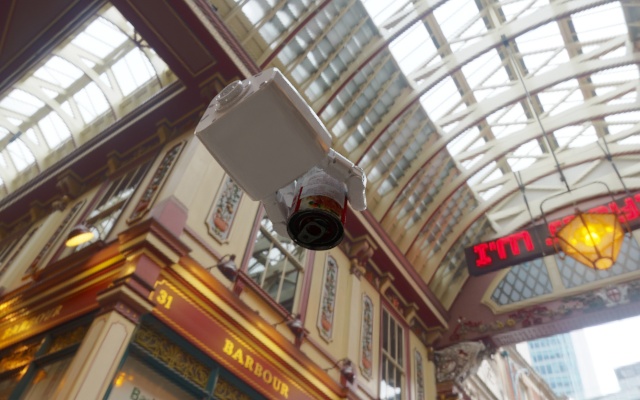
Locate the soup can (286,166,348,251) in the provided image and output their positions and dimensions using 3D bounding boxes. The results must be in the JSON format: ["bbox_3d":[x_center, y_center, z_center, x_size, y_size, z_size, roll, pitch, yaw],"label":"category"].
[{"bbox_3d":[0.001,0.002,0.587,0.068,0.069,0.102,0,42,9],"label":"soup can"}]
